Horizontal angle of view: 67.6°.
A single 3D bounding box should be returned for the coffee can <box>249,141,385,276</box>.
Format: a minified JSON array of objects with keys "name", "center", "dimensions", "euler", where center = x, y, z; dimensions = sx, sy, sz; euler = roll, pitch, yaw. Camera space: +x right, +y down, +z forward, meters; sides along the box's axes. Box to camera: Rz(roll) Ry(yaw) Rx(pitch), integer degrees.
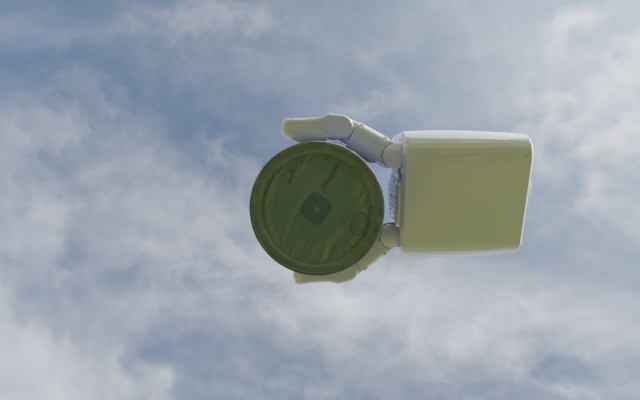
[{"name":"coffee can","center":[0.000,0.001,0.428],"dimensions":[0.103,0.103,0.140],"euler":[0,4,3]}]
